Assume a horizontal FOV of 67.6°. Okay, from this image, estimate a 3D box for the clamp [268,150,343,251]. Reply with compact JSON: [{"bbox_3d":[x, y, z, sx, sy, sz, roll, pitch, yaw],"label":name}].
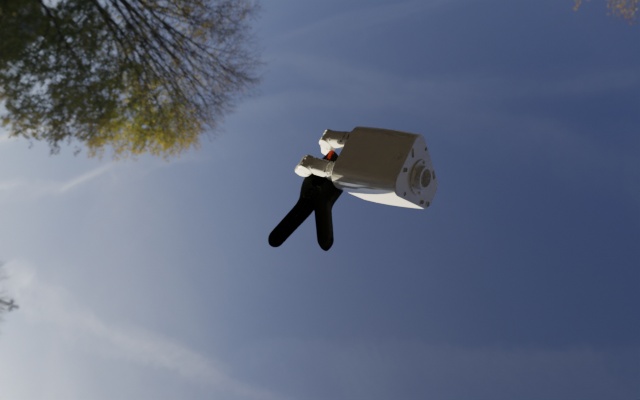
[{"bbox_3d":[0.000,0.002,0.699,0.120,0.171,0.039,13,-22,42],"label":"clamp"}]
